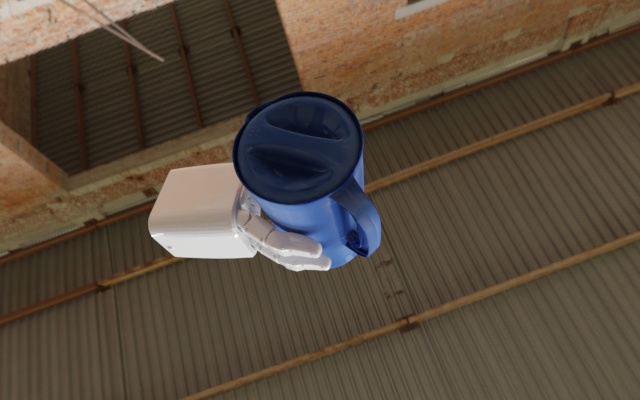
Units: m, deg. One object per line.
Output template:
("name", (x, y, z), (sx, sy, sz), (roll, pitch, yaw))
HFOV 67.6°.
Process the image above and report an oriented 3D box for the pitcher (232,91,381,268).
("pitcher", (0.000, 0.002, 0.570), (0.145, 0.149, 0.243), (-3, -27, 9))
